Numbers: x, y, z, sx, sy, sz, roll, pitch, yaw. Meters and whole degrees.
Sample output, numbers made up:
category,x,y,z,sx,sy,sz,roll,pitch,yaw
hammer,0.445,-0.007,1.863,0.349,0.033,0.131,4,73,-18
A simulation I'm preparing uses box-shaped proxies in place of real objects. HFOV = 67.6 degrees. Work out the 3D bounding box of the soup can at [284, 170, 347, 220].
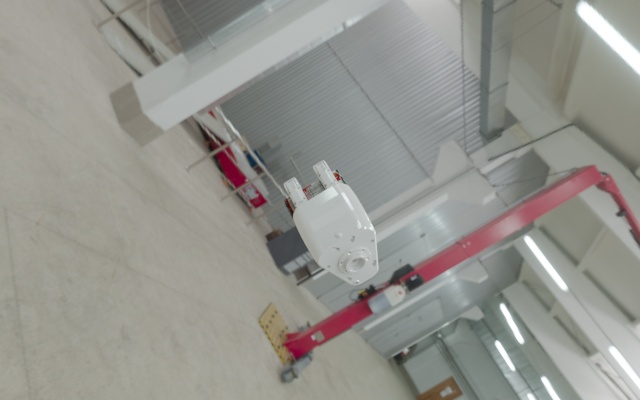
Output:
category,x,y,z,sx,sy,sz,roll,pitch,yaw
soup can,0.000,0.002,0.784,0.102,0.068,0.068,-31,-1,1
